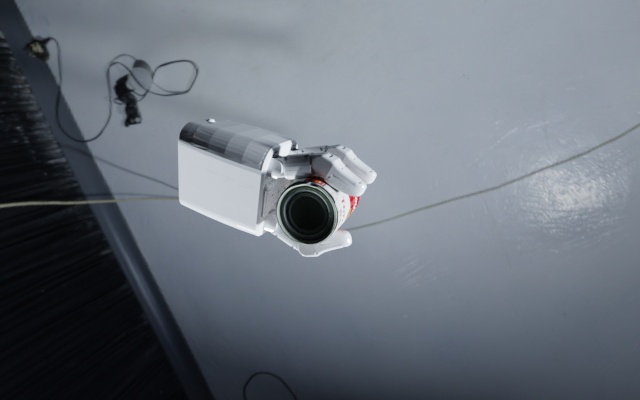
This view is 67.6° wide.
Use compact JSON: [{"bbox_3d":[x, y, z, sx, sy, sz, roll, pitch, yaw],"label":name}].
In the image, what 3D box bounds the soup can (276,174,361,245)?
[{"bbox_3d":[0.000,0.002,0.521,0.068,0.068,0.102,0,14,17],"label":"soup can"}]
